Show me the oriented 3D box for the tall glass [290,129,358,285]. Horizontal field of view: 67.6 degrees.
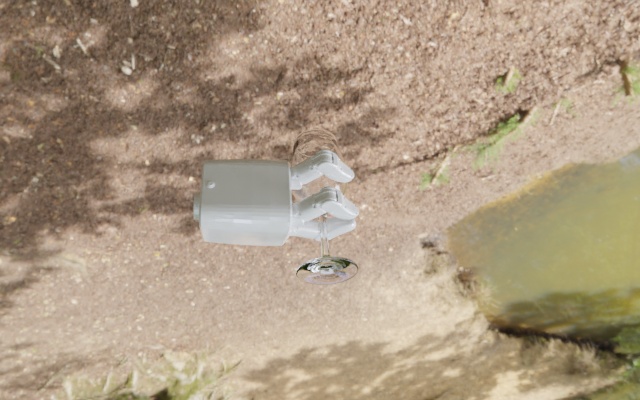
[{"bbox_3d":[0.000,0.003,0.619,0.079,0.201,0.079,-3,-33,-2],"label":"tall glass"}]
